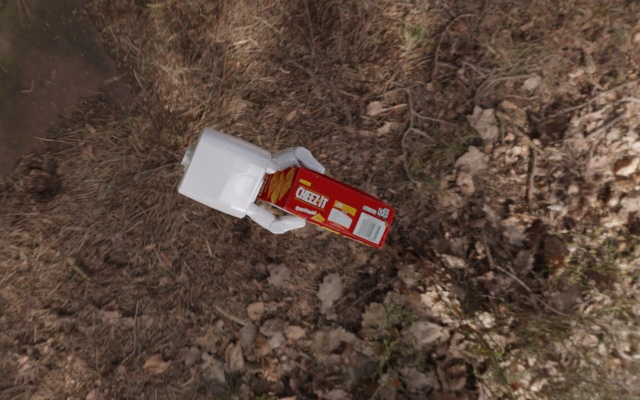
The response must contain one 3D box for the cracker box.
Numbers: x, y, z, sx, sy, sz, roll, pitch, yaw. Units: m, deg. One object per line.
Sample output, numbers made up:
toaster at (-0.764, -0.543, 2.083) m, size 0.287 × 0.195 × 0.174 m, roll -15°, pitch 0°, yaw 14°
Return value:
cracker box at (0.000, 0.003, 0.776) m, size 0.164 × 0.072 × 0.213 m, roll 23°, pitch -2°, yaw -18°
